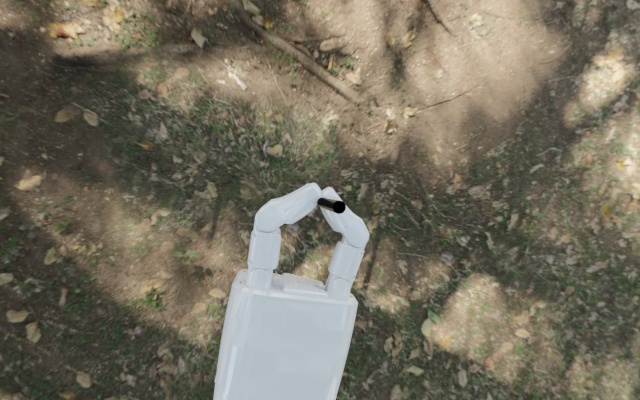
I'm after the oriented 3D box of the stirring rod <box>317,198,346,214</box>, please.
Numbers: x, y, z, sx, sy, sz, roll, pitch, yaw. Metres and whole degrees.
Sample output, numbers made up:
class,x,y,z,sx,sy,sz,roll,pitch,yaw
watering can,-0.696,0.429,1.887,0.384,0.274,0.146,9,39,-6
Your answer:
class,x,y,z,sx,sy,sz,roll,pitch,yaw
stirring rod,0.000,0.001,0.404,0.011,0.011,0.239,0,1,-5
